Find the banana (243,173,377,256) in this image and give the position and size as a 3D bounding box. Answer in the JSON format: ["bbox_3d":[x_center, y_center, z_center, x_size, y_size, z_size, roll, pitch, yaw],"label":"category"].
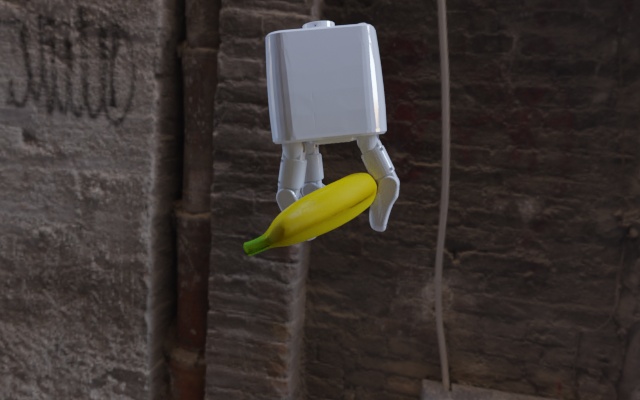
[{"bbox_3d":[0.013,0.000,0.455,0.069,0.037,0.197,-9,11,38],"label":"banana"}]
